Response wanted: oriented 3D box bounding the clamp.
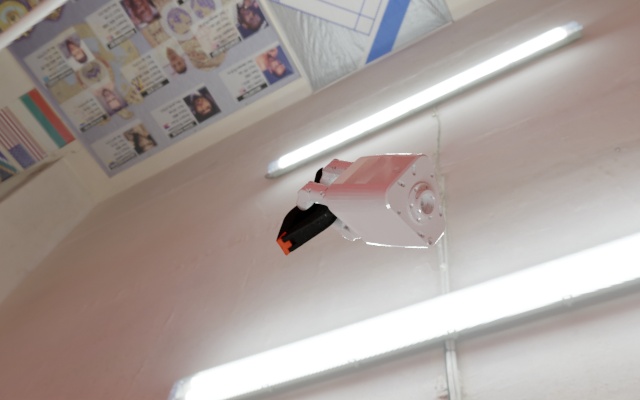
[{"bbox_3d":[0.000,0.003,0.726,0.210,0.036,0.164,-44,24,-28],"label":"clamp"}]
